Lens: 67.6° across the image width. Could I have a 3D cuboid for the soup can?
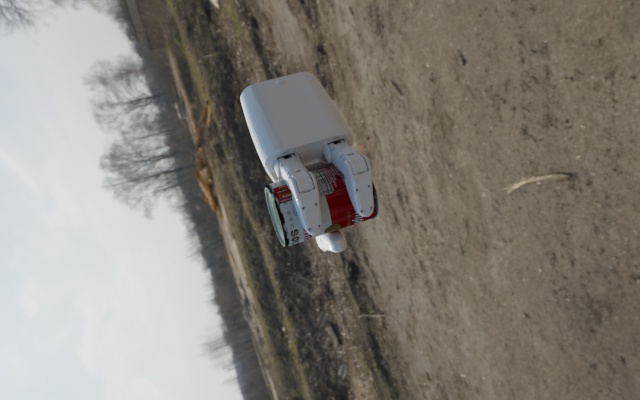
[{"bbox_3d":[0.000,0.002,0.499,0.102,0.068,0.068,-18,4,-13],"label":"soup can"}]
